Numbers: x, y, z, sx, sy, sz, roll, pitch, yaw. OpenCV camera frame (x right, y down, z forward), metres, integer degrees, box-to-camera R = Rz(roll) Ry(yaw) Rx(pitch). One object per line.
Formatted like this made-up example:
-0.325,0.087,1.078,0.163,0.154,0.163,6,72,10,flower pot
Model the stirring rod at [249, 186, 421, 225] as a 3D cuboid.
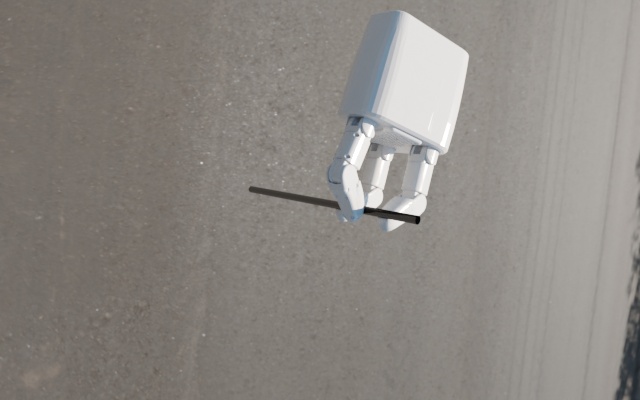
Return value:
0.000,0.002,0.498,0.011,0.011,0.239,0,7,-45,stirring rod
